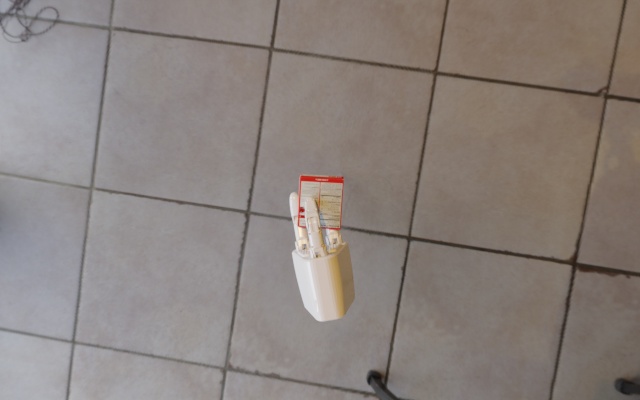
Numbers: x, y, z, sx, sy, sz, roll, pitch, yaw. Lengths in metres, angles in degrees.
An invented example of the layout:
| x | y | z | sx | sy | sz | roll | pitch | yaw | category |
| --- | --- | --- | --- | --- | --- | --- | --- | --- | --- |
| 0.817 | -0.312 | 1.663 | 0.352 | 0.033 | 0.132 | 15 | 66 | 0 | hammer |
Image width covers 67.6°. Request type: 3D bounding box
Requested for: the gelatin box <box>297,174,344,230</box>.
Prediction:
| x | y | z | sx | sy | sz | roll | pitch | yaw | category |
| --- | --- | --- | --- | --- | --- | --- | --- | --- | --- |
| 0.000 | 0.002 | 0.799 | 0.073 | 0.089 | 0.030 | 3 | 11 | 0 | gelatin box |
